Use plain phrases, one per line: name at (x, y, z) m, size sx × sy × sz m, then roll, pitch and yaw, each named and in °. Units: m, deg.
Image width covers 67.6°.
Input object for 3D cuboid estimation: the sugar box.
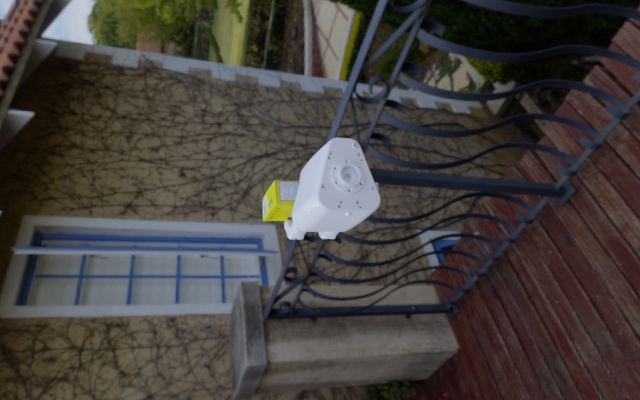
sugar box at (0.000, 0.003, 0.781) m, size 0.176 × 0.048 × 0.093 m, roll 2°, pitch -19°, yaw -19°
